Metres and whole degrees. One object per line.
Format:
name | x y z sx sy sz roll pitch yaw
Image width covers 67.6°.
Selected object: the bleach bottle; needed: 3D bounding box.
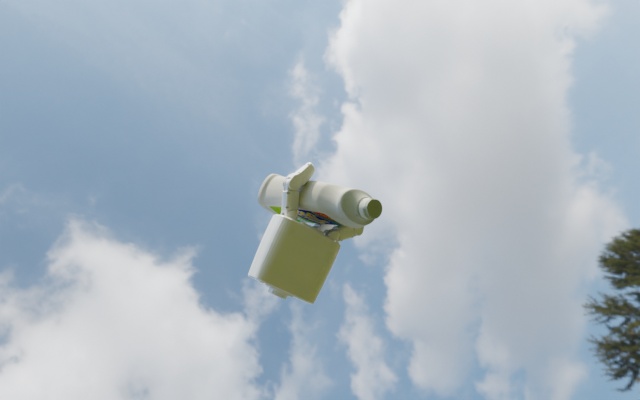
bleach bottle | 0.000 0.003 0.771 0.102 0.068 0.251 32 -15 -31
